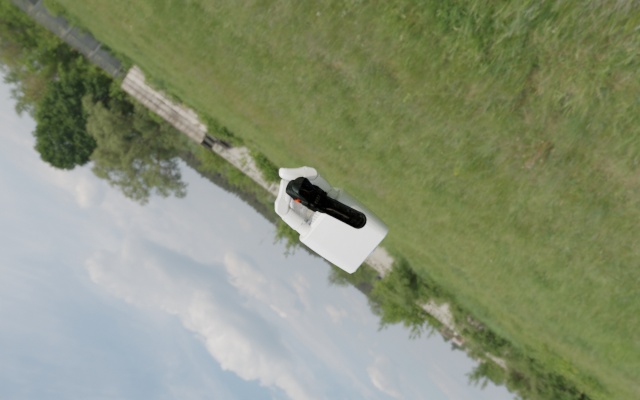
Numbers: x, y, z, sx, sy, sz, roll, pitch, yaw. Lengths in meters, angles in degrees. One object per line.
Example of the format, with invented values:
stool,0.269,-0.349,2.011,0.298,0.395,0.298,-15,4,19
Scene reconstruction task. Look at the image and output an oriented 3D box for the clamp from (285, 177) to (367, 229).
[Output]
clamp,0.000,0.003,0.719,0.120,0.039,0.171,37,-4,-11
